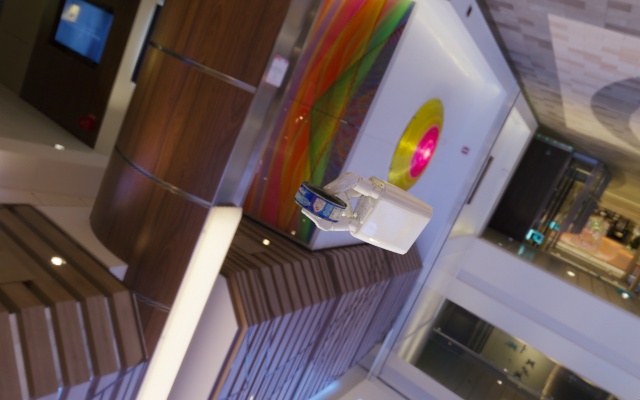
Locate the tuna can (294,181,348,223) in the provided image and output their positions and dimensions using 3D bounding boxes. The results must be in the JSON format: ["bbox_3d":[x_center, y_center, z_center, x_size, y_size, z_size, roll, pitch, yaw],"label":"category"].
[{"bbox_3d":[0.000,0.003,0.796,0.086,0.034,0.086,28,9,-5],"label":"tuna can"}]
